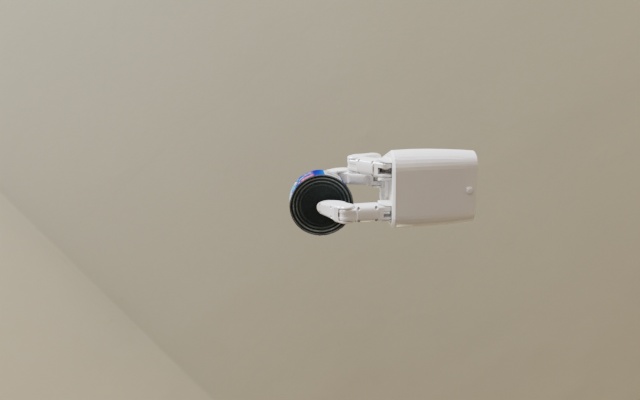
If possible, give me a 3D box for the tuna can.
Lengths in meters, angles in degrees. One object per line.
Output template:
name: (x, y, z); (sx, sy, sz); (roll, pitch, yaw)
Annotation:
tuna can: (0.000, 0.002, 0.650); (0.086, 0.086, 0.033); (0, 18, -5)
